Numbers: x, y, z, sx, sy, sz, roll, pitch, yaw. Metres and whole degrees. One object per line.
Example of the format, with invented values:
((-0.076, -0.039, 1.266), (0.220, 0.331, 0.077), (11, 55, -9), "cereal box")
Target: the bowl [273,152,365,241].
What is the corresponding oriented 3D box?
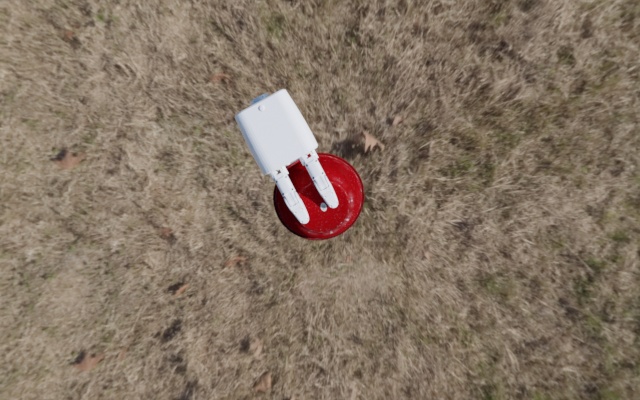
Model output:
((0.001, 0.004, 0.816), (0.162, 0.162, 0.055), (0, 18, -6), "bowl")
